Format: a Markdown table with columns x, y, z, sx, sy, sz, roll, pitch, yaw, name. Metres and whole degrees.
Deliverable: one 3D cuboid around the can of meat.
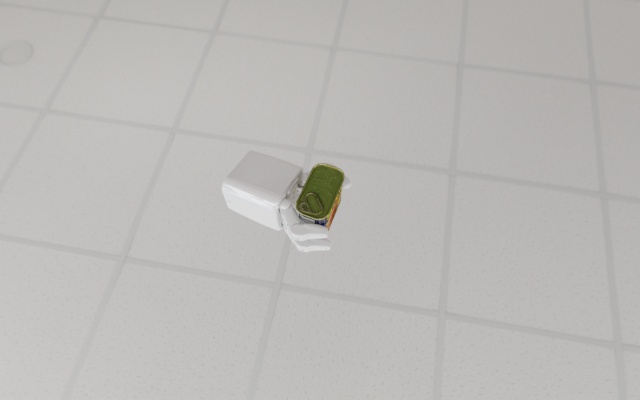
| x | y | z | sx | sy | sz | roll | pitch | yaw | name |
| --- | --- | --- | --- | --- | --- | --- | --- | --- | --- |
| 0.000 | 0.003 | 0.806 | 0.057 | 0.102 | 0.084 | 19 | -26 | 10 | can of meat |
